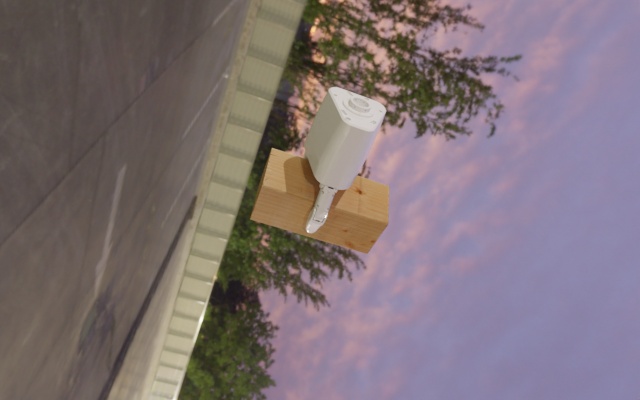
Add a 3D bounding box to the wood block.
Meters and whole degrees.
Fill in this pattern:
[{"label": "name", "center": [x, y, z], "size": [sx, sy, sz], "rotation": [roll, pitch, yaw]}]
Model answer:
[{"label": "wood block", "center": [0.000, 0.003, 0.787], "size": [0.206, 0.090, 0.090], "rotation": [17, -43, -9]}]
